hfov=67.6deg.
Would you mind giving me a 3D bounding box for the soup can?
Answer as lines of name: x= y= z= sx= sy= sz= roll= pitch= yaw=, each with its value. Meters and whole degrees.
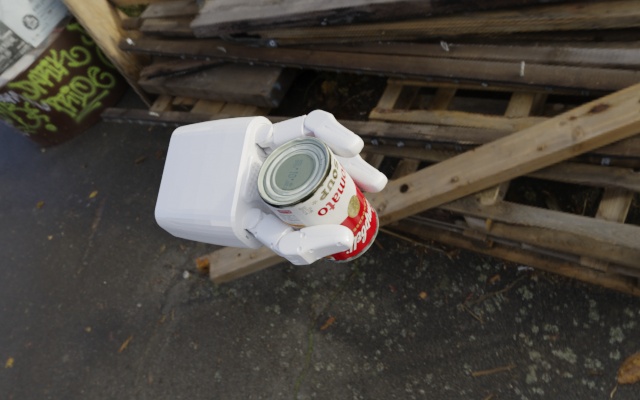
soup can: x=0.000 y=0.001 z=0.407 sx=0.068 sy=0.068 sz=0.102 roll=0 pitch=-31 yaw=31
